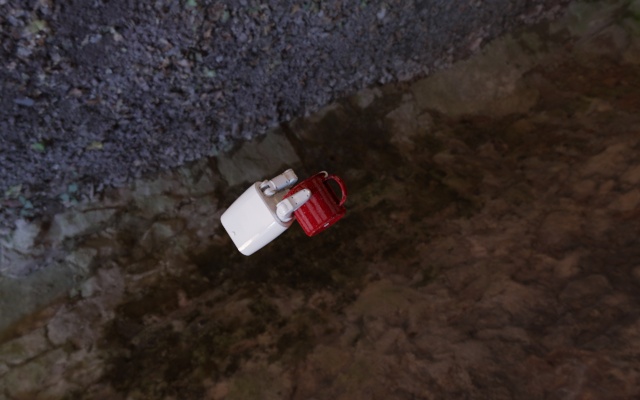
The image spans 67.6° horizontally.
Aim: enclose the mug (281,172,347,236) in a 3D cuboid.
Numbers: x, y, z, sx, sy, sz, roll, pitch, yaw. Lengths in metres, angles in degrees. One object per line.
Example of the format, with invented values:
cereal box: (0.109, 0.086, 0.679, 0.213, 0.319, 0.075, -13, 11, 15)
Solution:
mug: (0.001, 0.002, 0.837, 0.117, 0.081, 0.093, -38, -10, 28)
